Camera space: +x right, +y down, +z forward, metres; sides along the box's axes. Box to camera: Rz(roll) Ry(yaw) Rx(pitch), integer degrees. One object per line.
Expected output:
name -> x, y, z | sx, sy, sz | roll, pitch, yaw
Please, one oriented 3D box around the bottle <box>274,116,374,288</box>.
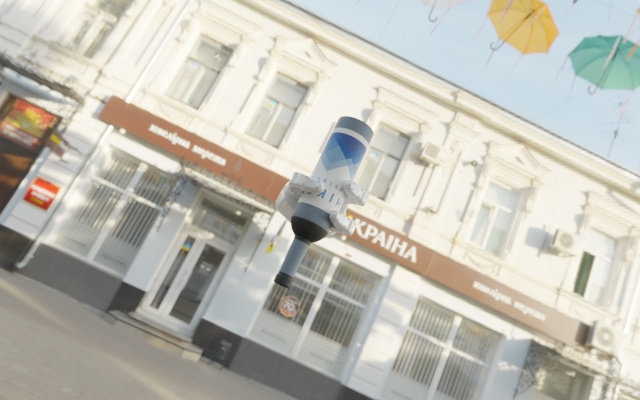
bottle -> 0.000, 0.002, 0.777 | 0.069, 0.295, 0.069 | 23, -16, 7
